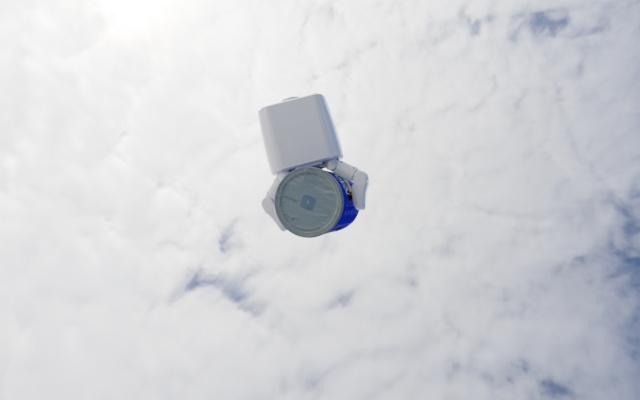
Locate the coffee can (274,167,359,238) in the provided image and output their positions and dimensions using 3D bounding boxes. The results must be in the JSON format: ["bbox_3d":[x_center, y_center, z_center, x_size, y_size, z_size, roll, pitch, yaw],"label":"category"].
[{"bbox_3d":[0.000,0.003,0.749,0.103,0.103,0.140,0,0,15],"label":"coffee can"}]
